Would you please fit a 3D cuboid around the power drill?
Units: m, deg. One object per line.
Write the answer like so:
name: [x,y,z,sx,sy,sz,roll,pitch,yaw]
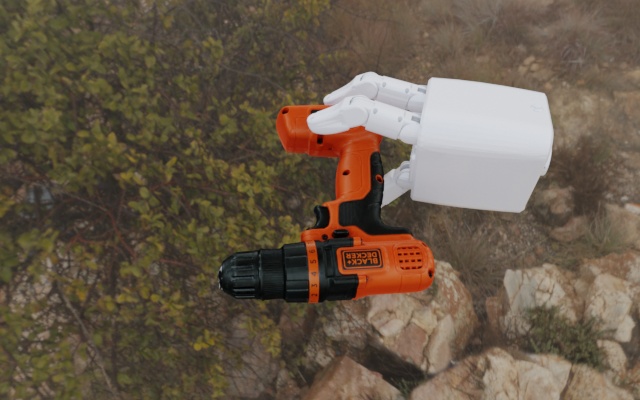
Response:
power drill: [0.000,0.001,0.440,0.184,0.187,0.057,-1,-27,-8]
